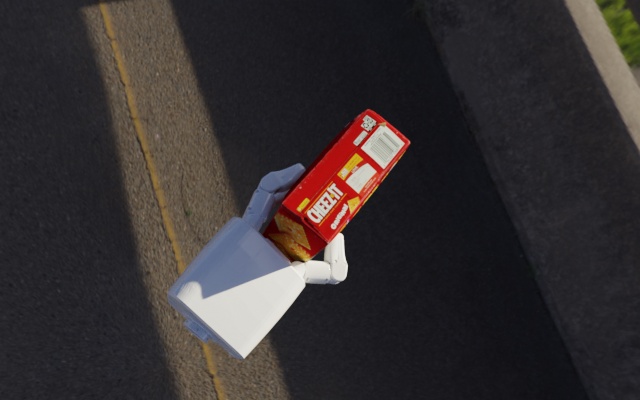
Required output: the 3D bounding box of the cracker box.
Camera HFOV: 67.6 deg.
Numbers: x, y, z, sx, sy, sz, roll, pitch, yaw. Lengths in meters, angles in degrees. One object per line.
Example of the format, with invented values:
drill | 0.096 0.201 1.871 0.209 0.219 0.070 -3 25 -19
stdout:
cracker box | 0.000 0.002 0.596 0.072 0.164 0.214 41 -26 -1
